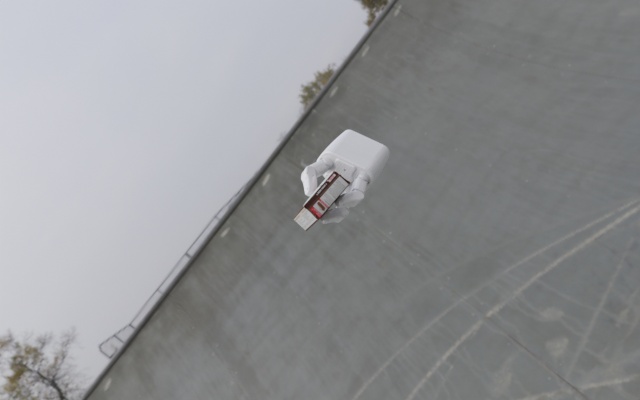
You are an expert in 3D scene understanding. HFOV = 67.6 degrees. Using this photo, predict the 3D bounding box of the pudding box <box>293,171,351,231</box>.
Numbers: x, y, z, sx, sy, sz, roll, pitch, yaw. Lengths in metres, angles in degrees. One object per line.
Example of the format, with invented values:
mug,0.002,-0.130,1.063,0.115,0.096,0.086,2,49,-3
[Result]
pudding box,0.000,0.003,0.847,0.039,0.090,0.113,40,-17,1
